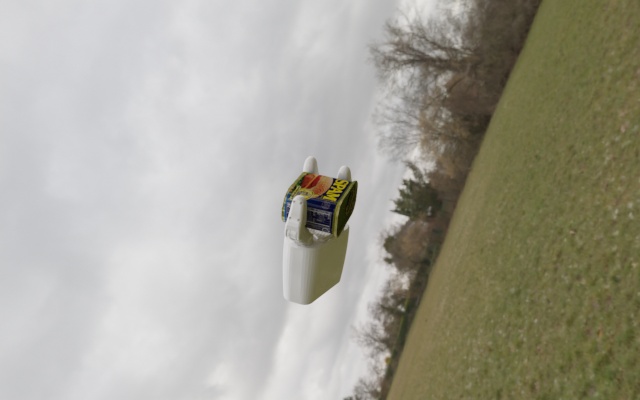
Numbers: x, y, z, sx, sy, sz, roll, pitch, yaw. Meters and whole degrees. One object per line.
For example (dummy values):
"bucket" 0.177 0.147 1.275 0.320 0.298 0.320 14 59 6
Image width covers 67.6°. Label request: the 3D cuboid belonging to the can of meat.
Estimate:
"can of meat" 0.000 0.002 0.694 0.084 0.057 0.102 13 30 15
